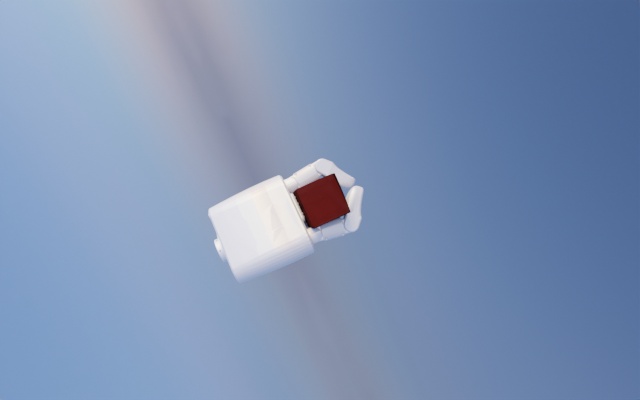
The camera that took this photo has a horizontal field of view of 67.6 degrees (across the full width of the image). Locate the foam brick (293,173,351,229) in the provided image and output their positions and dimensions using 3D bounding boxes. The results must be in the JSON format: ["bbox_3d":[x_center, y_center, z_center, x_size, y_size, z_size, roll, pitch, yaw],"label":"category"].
[{"bbox_3d":[0.000,0.002,0.601,0.051,0.053,0.078,-23,0,-6],"label":"foam brick"}]
